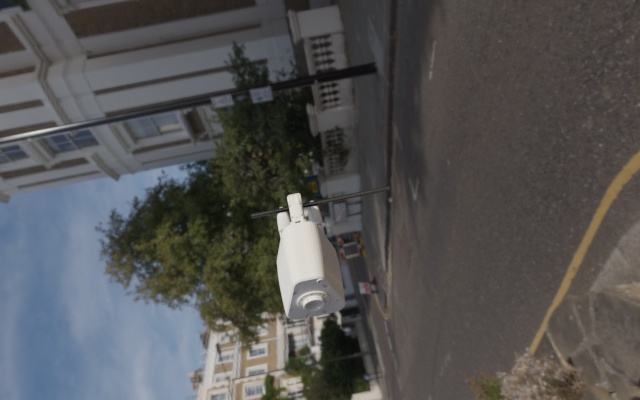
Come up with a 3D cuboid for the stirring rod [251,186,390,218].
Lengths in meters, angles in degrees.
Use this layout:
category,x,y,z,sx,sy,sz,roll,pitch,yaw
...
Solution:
category,x,y,z,sx,sy,sz,roll,pitch,yaw
stirring rod,0.000,0.003,0.817,0.239,0.011,0.011,-11,0,-1
